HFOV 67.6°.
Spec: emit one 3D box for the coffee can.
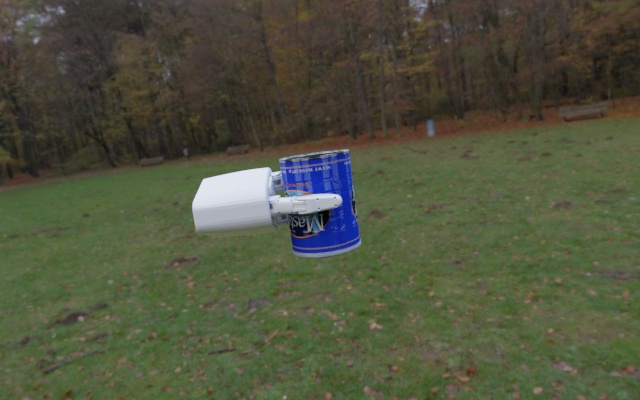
[{"bbox_3d":[0.000,0.002,0.697,0.103,0.140,0.103,-8,9,1],"label":"coffee can"}]
